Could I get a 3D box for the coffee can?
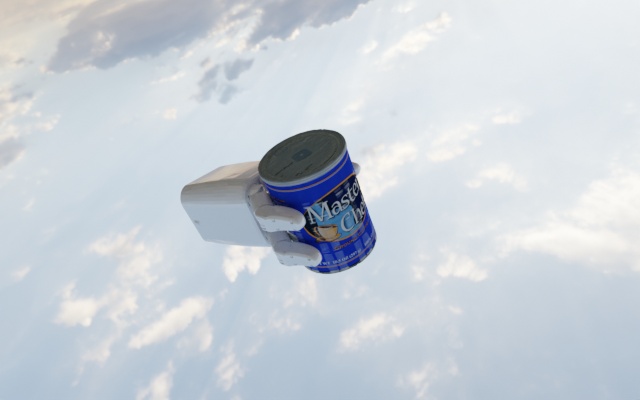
[{"bbox_3d":[0.000,0.002,0.565,0.103,0.140,0.102,-15,34,11],"label":"coffee can"}]
